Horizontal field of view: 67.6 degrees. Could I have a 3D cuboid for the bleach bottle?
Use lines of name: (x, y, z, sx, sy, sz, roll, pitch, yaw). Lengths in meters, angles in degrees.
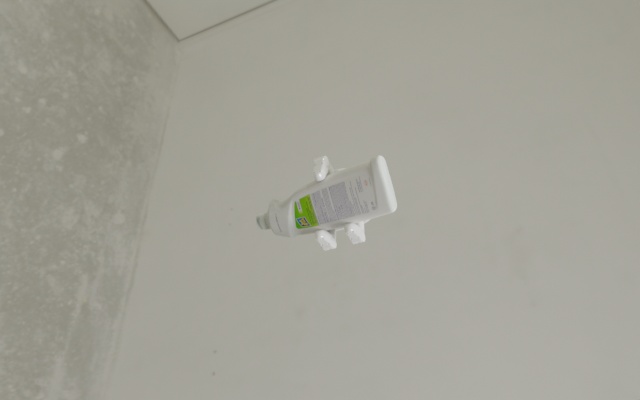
bleach bottle: (0.000, 0.003, 0.839, 0.251, 0.102, 0.068, -15, 2, 19)
